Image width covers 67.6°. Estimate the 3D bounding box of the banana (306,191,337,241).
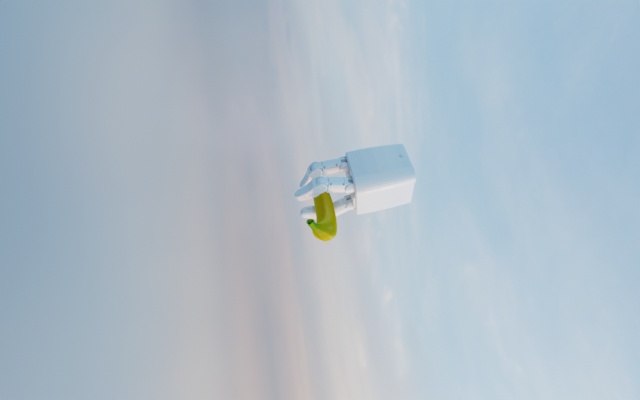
[{"bbox_3d":[0.005,0.021,0.829,0.037,0.070,0.197,-16,21,7],"label":"banana"}]
